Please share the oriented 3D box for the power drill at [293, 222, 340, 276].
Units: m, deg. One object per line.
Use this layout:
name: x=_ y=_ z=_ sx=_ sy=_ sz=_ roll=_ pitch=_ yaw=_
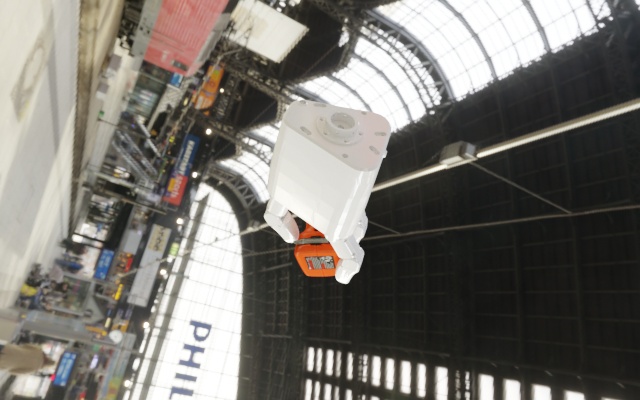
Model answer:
power drill: x=0.000 y=0.002 z=0.640 sx=0.057 sy=0.187 sz=0.184 roll=-5 pitch=-24 yaw=6
